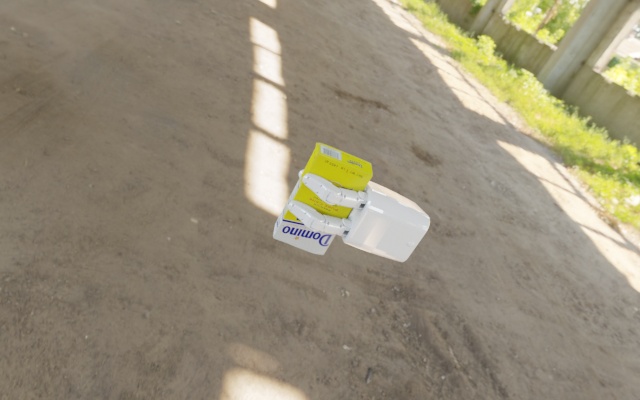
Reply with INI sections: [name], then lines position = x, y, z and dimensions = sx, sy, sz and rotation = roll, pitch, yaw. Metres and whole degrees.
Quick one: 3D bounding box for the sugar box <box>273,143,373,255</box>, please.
[sugar box]
position = 0.000, 0.003, 0.755
dimensions = 0.093, 0.176, 0.048
rotation = 21, 29, -12
